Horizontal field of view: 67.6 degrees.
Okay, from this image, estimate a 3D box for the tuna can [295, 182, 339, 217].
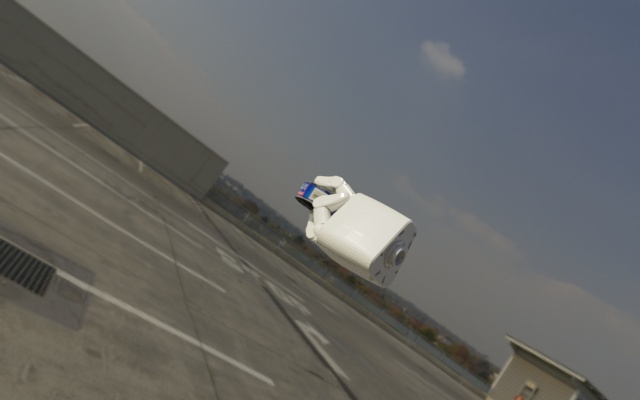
[{"bbox_3d":[0.000,0.002,0.836,0.086,0.033,0.086,31,-9,6],"label":"tuna can"}]
